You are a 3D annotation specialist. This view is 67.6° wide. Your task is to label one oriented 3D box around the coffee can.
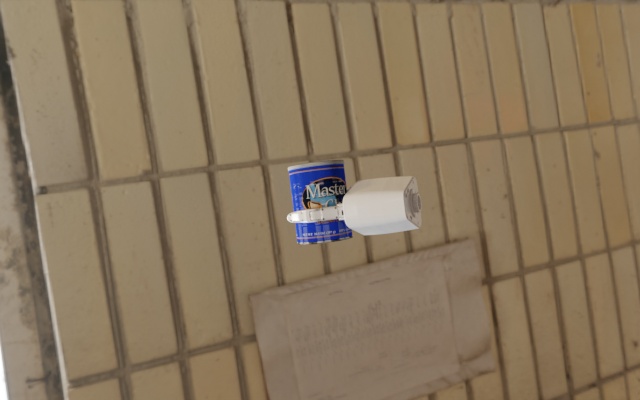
[{"bbox_3d":[0.000,0.003,0.865,0.103,0.140,0.103,-7,1,0],"label":"coffee can"}]
